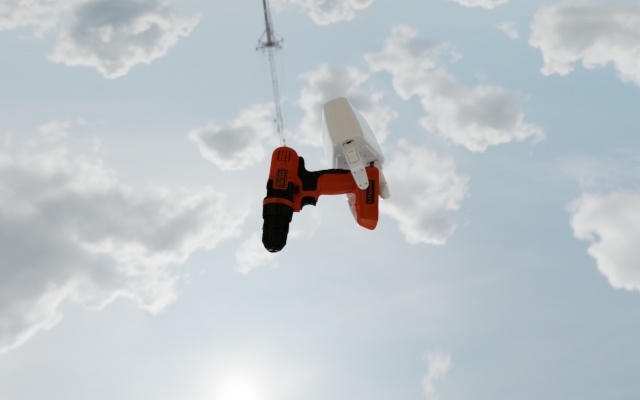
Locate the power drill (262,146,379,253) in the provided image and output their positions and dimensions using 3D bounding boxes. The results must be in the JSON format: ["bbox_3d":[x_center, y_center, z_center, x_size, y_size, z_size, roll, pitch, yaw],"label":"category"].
[{"bbox_3d":[0.001,0.002,0.780,0.187,0.184,0.057,6,-22,-2],"label":"power drill"}]
